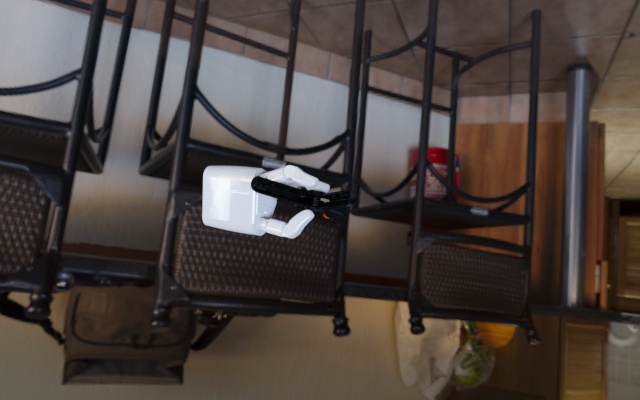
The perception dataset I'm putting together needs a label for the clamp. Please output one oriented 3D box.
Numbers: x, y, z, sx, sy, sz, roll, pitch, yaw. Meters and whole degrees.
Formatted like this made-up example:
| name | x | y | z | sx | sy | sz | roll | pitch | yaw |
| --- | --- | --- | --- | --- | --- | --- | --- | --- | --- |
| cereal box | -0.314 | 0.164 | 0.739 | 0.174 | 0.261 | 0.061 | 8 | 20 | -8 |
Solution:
| name | x | y | z | sx | sy | sz | roll | pitch | yaw |
| --- | --- | --- | --- | --- | --- | --- | --- | --- | --- |
| clamp | 0.000 | 0.003 | 0.793 | 0.164 | 0.036 | 0.210 | 9 | -8 | 21 |
